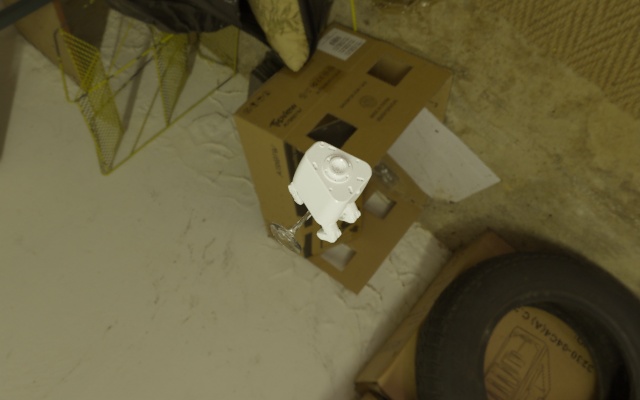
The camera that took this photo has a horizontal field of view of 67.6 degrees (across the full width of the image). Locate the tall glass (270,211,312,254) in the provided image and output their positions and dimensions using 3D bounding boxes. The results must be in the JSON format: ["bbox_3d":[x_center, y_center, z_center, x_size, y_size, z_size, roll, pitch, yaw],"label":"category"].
[{"bbox_3d":[0.000,0.003,0.896,0.201,0.079,0.079,-46,23,-24],"label":"tall glass"}]
